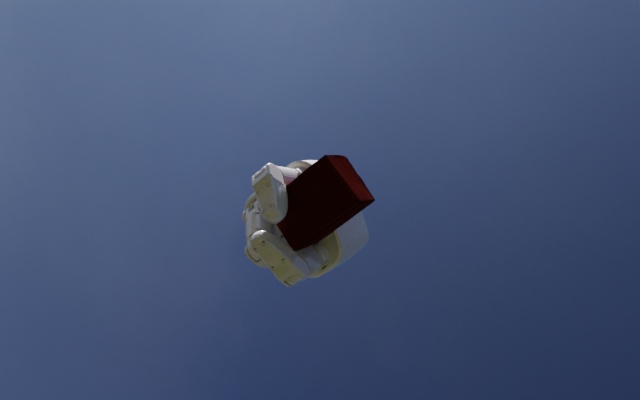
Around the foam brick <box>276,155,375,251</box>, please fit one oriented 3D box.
[{"bbox_3d":[0.000,0.001,0.433,0.078,0.053,0.051,-37,-11,22],"label":"foam brick"}]
